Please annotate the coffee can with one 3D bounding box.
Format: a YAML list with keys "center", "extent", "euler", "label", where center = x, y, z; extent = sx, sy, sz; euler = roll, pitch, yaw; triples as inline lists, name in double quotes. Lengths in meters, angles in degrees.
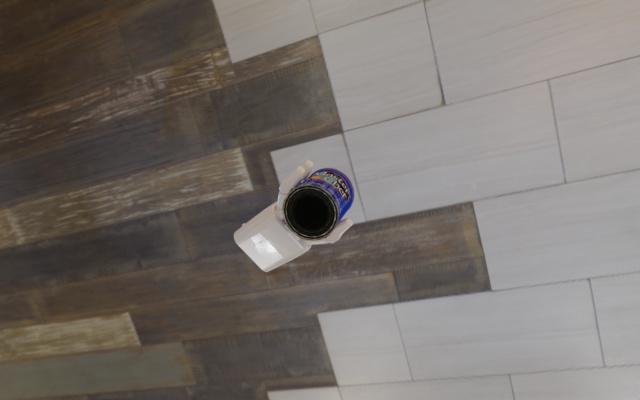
- center: [0.000, 0.003, 0.886]
  extent: [0.103, 0.103, 0.140]
  euler: [0, 16, 16]
  label: "coffee can"
